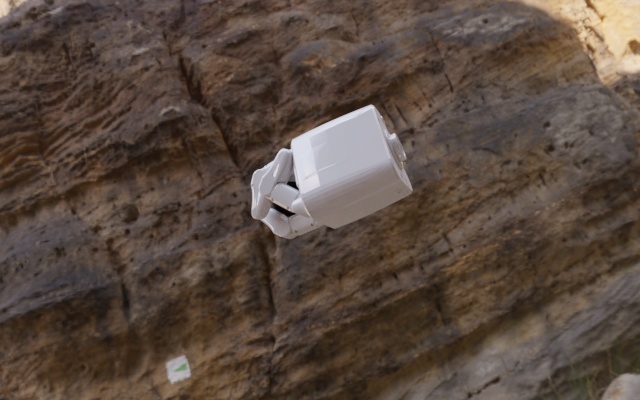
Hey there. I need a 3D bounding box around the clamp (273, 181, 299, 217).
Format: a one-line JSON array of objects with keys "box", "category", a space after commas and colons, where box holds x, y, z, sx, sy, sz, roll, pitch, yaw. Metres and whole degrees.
[{"box": [0.000, 0.002, 0.646, 0.120, 0.039, 0.171, -23, -18, 16], "category": "clamp"}]
